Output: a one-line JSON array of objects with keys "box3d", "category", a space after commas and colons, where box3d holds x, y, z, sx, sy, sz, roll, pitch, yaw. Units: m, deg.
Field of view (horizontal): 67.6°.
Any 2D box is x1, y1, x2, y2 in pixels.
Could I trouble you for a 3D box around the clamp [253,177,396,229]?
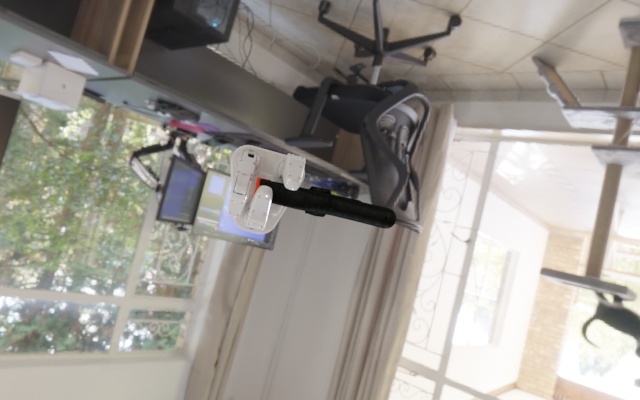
[{"box3d": [0.000, 0.003, 0.607, 0.171, 0.039, 0.120, 15, -4, -9], "category": "clamp"}]
